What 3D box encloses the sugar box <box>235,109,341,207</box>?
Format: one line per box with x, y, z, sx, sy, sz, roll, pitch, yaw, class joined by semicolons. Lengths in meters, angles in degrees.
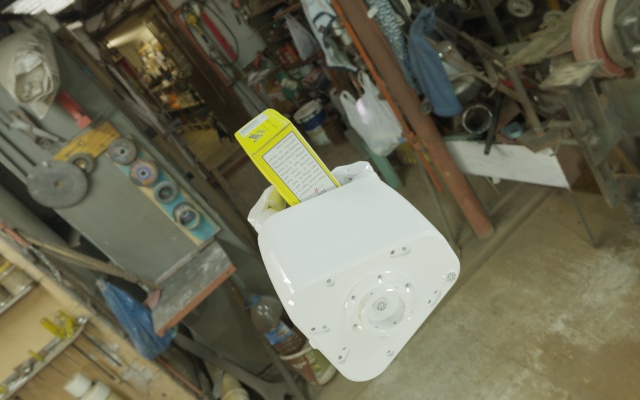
0.000;0.002;0.431;0.048;0.176;0.093;-38;25;-2;sugar box
